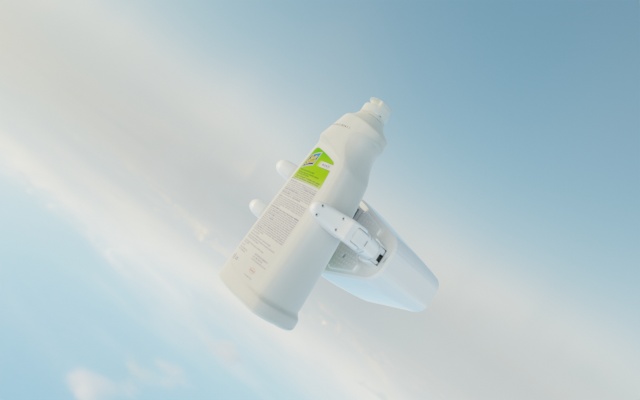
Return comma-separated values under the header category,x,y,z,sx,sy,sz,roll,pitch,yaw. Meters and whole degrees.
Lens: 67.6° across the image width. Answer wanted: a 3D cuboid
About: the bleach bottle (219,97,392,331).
category,x,y,z,sx,sy,sz,roll,pitch,yaw
bleach bottle,0.000,0.002,0.498,0.068,0.251,0.102,40,-8,-39
